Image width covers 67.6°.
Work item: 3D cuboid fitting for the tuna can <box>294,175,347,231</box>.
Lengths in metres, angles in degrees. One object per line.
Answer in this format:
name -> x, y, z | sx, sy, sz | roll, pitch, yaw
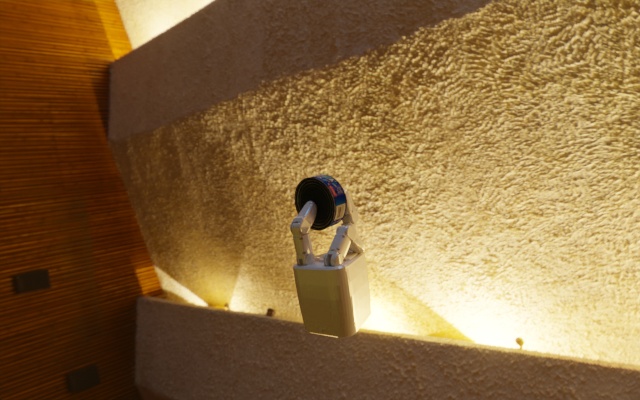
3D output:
tuna can -> 0.000, 0.002, 0.757 | 0.086, 0.086, 0.033 | 0, 12, 43
